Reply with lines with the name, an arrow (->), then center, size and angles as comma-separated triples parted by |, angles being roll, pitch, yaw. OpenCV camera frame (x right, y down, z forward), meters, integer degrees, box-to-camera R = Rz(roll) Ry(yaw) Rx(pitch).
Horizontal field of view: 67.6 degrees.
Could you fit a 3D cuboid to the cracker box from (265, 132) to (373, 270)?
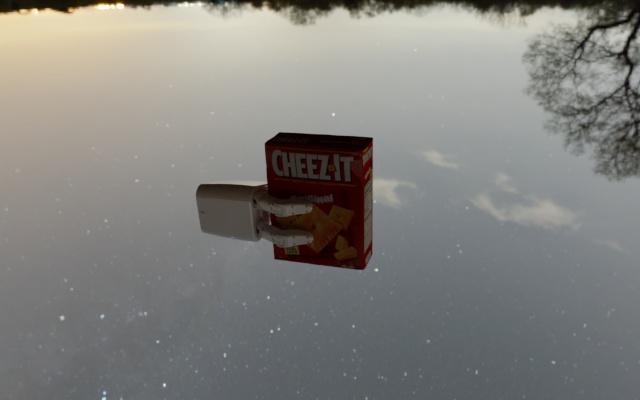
cracker box -> 0.000, 0.003, 0.788 | 0.164, 0.214, 0.072 | 6, 25, 18
